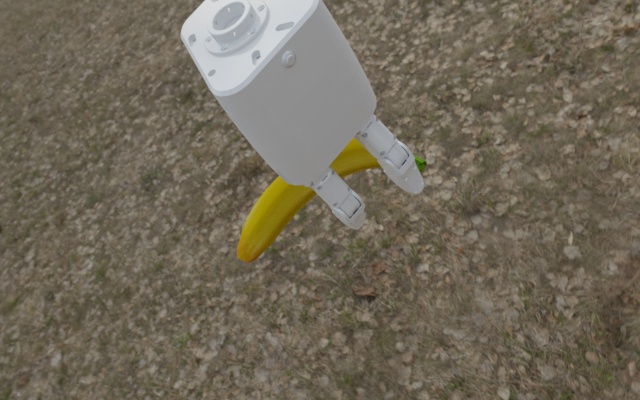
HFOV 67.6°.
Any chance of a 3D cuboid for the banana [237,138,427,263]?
[{"bbox_3d":[-0.003,-0.014,0.455,0.198,0.069,0.037,-29,-34,7],"label":"banana"}]
